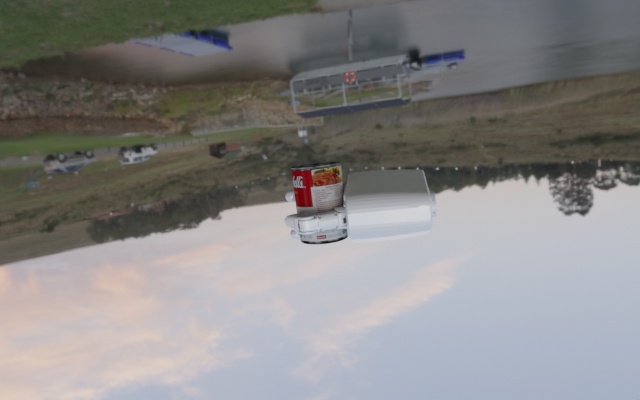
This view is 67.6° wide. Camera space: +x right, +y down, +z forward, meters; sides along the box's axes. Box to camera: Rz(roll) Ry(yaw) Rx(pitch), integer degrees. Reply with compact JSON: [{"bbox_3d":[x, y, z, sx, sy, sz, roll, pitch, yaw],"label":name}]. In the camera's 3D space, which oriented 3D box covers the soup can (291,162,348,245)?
[{"bbox_3d":[0.000,0.002,0.644,0.068,0.102,0.068,-6,8,1],"label":"soup can"}]
